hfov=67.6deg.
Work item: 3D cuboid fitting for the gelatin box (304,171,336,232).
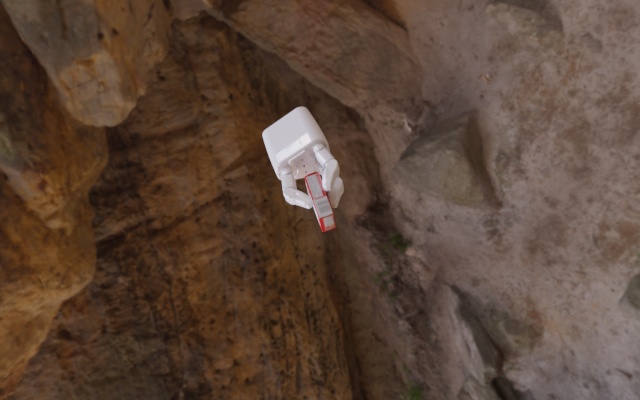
[{"bbox_3d":[0.000,0.003,0.862,0.030,0.089,0.073,-19,-23,-3],"label":"gelatin box"}]
